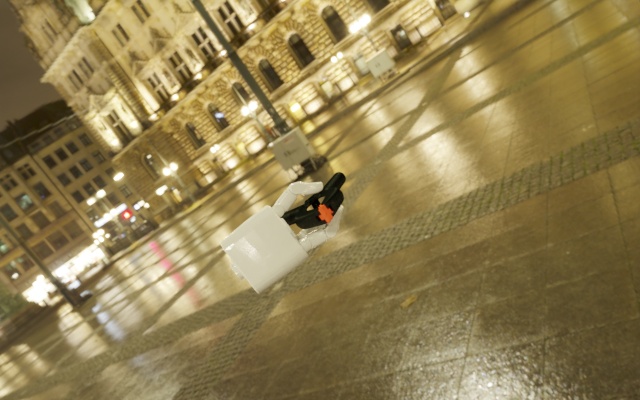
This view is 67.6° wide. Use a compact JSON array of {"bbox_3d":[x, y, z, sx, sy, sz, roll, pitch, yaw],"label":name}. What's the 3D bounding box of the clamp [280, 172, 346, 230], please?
[{"bbox_3d":[0.000,0.002,0.842,0.164,0.036,0.210,-39,11,-10],"label":"clamp"}]
